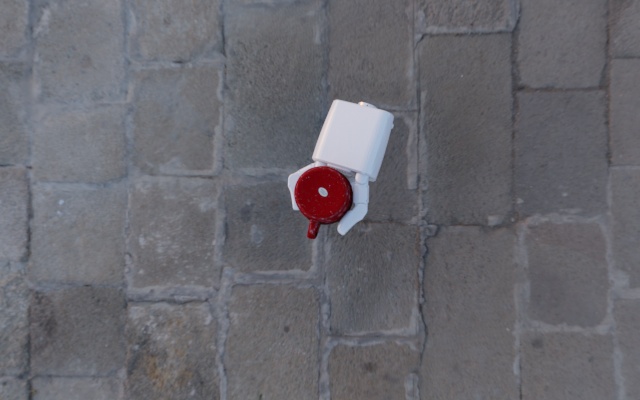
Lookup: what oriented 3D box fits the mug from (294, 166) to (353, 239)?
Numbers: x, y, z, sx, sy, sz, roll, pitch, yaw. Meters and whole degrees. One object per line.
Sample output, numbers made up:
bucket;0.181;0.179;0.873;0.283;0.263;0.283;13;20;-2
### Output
mug;0.000;0.004;0.734;0.093;0.117;0.081;18;-1;5
